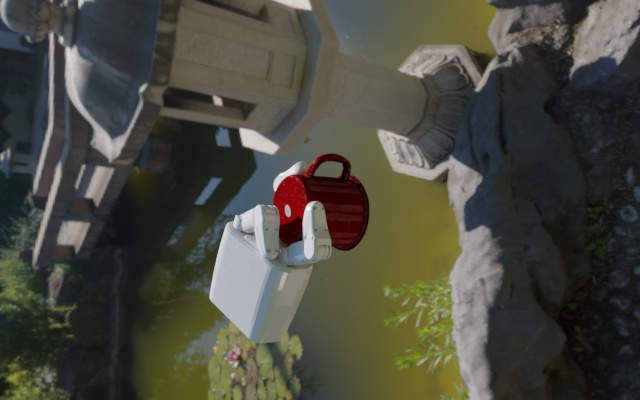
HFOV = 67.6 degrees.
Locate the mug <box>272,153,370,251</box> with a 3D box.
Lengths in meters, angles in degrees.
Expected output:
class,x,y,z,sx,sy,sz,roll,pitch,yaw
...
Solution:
class,x,y,z,sx,sy,sz,roll,pitch,yaw
mug,0.000,0.001,0.551,0.081,0.117,0.093,3,24,-35
